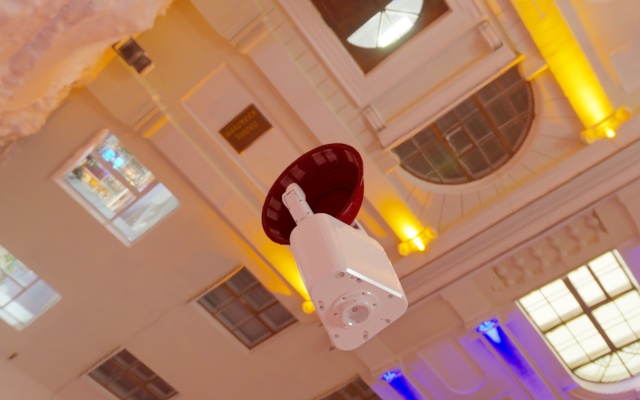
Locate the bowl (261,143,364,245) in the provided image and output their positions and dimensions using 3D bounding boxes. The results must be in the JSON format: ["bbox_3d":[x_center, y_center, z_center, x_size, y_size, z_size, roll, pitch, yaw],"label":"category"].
[{"bbox_3d":[0.000,0.001,0.637,0.162,0.162,0.055,0,-34,42],"label":"bowl"}]
